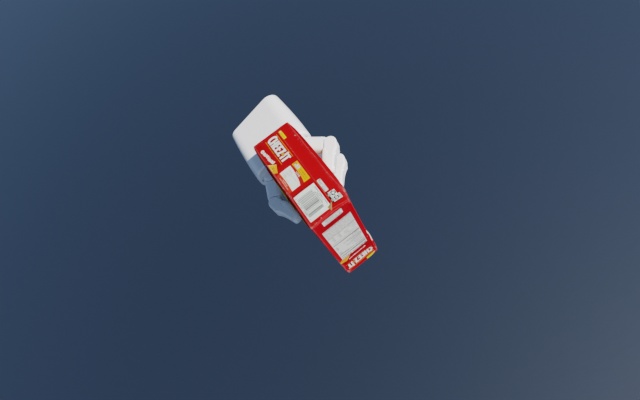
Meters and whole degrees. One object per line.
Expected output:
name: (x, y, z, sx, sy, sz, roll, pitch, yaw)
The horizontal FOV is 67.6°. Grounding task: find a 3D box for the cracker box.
cracker box: (0.000, 0.002, 0.732, 0.072, 0.164, 0.214, -37, -29, -1)
